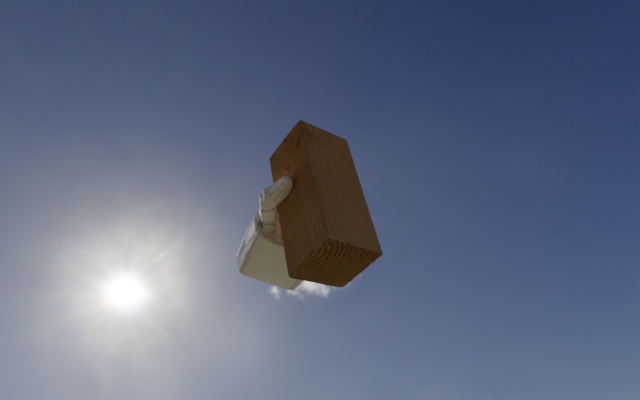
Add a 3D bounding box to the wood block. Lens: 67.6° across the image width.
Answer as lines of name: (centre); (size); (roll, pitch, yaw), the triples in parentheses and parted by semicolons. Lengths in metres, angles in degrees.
wood block: (0.000, 0.002, 0.654); (0.091, 0.206, 0.090); (17, -48, -33)
